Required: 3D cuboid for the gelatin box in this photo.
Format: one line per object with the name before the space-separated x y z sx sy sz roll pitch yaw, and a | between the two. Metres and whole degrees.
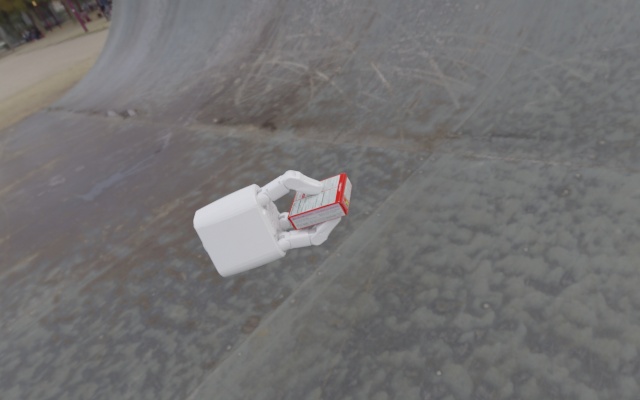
gelatin box | 0.000 0.002 0.715 0.089 0.030 0.073 -19 32 23
